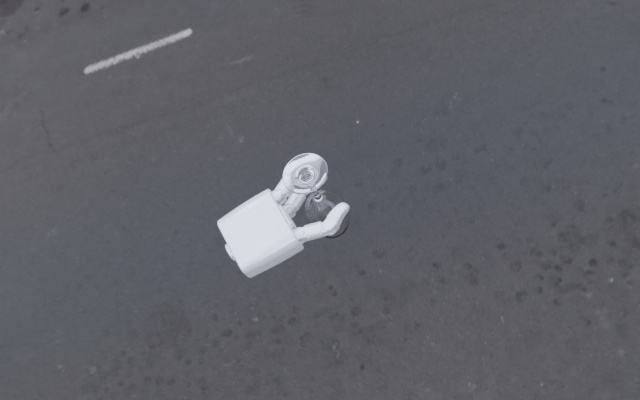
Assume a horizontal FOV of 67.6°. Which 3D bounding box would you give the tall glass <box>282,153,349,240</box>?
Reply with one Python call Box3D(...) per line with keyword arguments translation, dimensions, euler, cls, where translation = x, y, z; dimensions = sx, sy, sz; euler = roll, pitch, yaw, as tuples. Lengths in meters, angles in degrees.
Box3D(translation=(0.000, 0.002, 0.829), dimensions=(0.079, 0.079, 0.201), euler=(0, -27, 17), cls="tall glass")
